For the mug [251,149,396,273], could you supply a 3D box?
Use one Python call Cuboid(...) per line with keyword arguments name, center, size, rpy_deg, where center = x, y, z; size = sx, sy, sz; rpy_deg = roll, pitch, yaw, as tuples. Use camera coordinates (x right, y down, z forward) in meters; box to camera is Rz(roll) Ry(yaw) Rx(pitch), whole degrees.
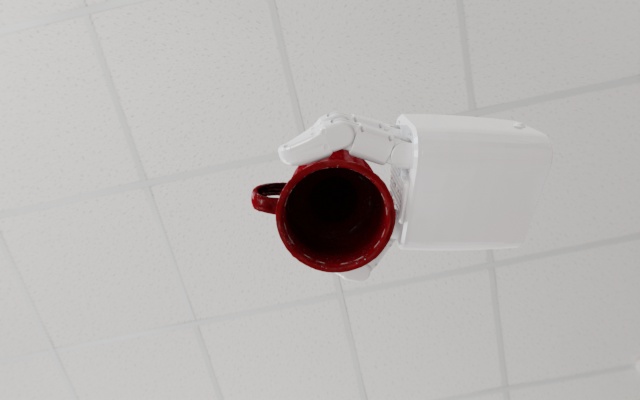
Cuboid(name="mug", center=(-0.001, 0.001, 0.407), size=(0.117, 0.093, 0.081), rpy_deg=(3, 18, 0))
